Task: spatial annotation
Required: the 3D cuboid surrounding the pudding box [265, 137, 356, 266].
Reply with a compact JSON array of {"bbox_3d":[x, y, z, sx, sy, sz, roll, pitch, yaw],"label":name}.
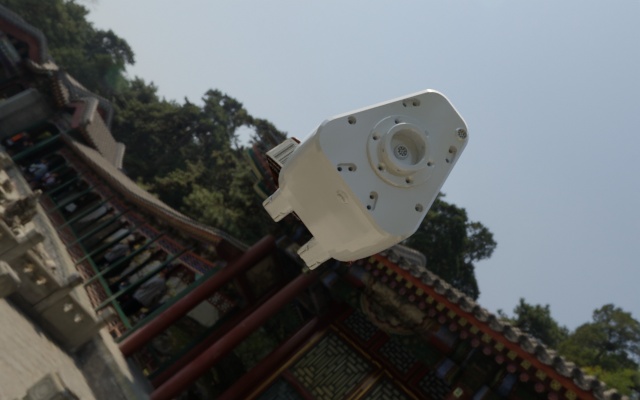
[{"bbox_3d":[0.000,0.001,0.472,0.039,0.113,0.090,-37,-29,-18],"label":"pudding box"}]
